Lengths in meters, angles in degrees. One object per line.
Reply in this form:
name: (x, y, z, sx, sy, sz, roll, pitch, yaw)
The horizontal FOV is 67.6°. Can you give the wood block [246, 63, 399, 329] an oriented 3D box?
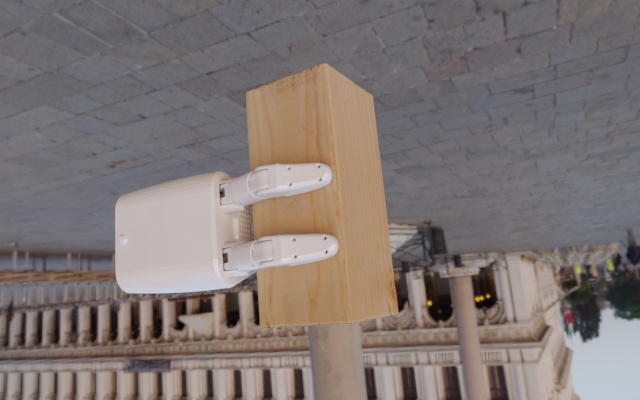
wood block: (0.000, 0.002, 0.423, 0.090, 0.206, 0.091, -12, -13, 30)
